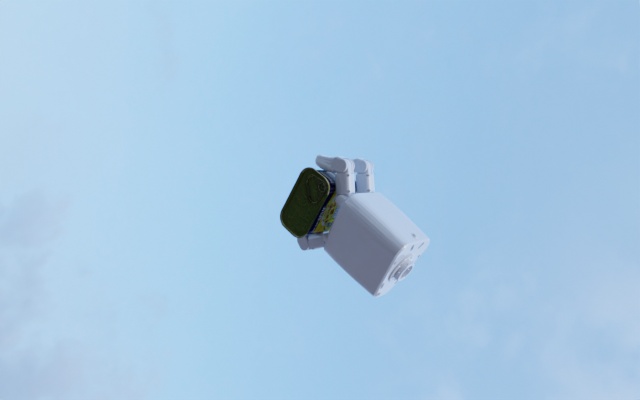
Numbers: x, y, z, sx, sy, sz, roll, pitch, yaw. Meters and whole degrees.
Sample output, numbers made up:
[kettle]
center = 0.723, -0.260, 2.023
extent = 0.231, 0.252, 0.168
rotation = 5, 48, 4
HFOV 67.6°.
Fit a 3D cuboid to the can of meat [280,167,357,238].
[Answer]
[can of meat]
center = 0.000, 0.002, 0.710
extent = 0.057, 0.102, 0.084
rotation = 40, 24, 29
